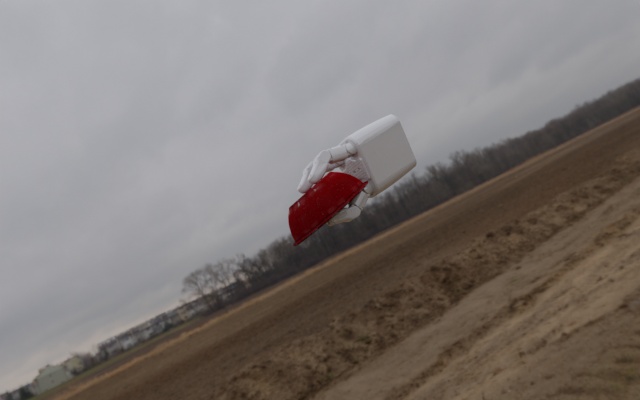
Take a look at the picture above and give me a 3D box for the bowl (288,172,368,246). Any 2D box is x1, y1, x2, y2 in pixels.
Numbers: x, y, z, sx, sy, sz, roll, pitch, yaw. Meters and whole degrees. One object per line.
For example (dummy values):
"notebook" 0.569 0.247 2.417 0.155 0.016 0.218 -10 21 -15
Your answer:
"bowl" -0.001 0.003 0.781 0.162 0.055 0.162 -41 2 2
